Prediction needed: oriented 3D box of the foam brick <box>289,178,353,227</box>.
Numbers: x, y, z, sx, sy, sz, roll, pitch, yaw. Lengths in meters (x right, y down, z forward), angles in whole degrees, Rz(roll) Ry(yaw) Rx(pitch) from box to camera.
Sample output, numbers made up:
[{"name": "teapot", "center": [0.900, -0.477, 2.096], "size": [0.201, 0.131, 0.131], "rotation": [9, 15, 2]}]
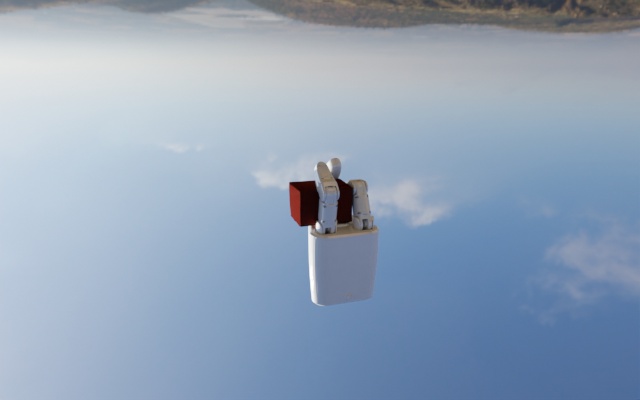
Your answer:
[{"name": "foam brick", "center": [0.000, 0.002, 0.665], "size": [0.078, 0.051, 0.053], "rotation": [-5, 18, -18]}]
